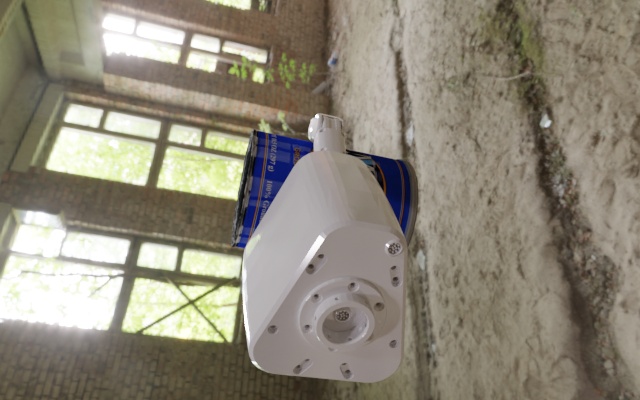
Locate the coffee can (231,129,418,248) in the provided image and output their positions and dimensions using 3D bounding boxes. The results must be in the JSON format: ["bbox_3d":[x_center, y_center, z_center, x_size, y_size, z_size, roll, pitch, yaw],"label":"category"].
[{"bbox_3d":[0.000,0.001,0.422,0.140,0.103,0.103,10,-2,-13],"label":"coffee can"}]
